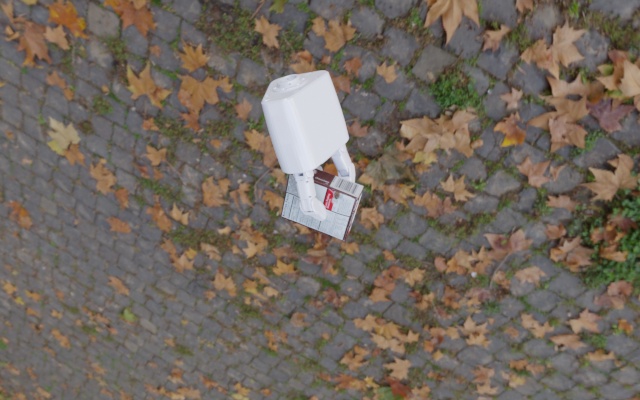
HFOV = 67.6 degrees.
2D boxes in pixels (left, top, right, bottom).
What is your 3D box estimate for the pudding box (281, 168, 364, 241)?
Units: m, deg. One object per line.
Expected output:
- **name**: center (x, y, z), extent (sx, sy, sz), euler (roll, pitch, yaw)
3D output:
- **pudding box**: center (0.000, 0.002, 0.735), extent (0.113, 0.090, 0.039), euler (22, 39, 9)
